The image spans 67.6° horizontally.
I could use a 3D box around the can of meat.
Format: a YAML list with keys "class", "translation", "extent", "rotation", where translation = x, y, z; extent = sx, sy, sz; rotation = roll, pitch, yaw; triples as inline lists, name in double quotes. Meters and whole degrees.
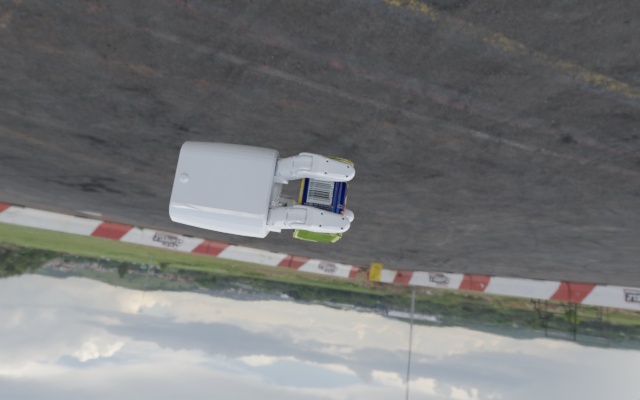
- class: "can of meat"
  translation: [0.000, 0.002, 0.552]
  extent: [0.057, 0.084, 0.102]
  rotation: [9, -11, -3]
